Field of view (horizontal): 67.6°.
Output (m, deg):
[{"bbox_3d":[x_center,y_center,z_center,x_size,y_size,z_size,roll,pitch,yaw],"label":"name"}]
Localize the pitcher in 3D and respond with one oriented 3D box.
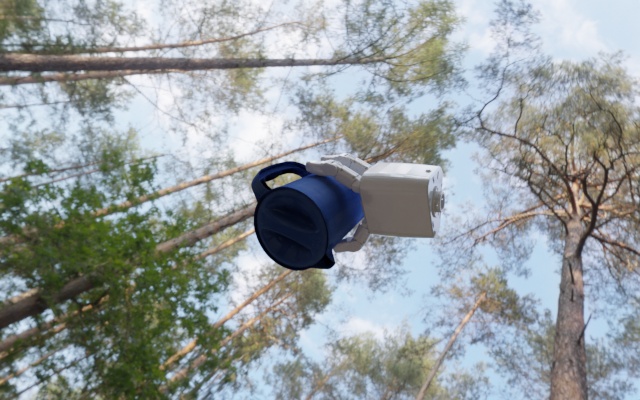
[{"bbox_3d":[0.000,0.003,0.808,0.145,0.149,0.242,4,19,28],"label":"pitcher"}]
